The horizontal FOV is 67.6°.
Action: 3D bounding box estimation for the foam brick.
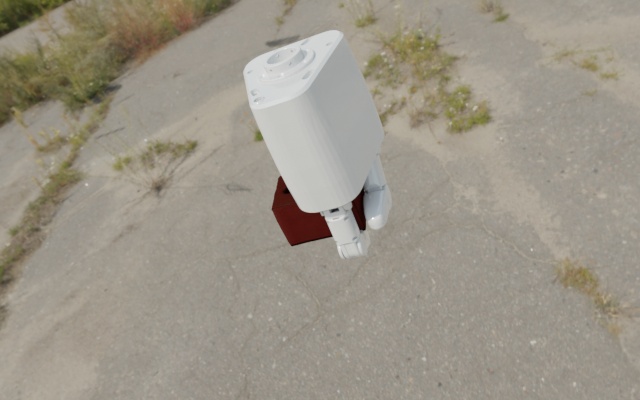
[{"bbox_3d":[0.000,0.002,0.455,0.078,0.051,0.053,-14,38,17],"label":"foam brick"}]
